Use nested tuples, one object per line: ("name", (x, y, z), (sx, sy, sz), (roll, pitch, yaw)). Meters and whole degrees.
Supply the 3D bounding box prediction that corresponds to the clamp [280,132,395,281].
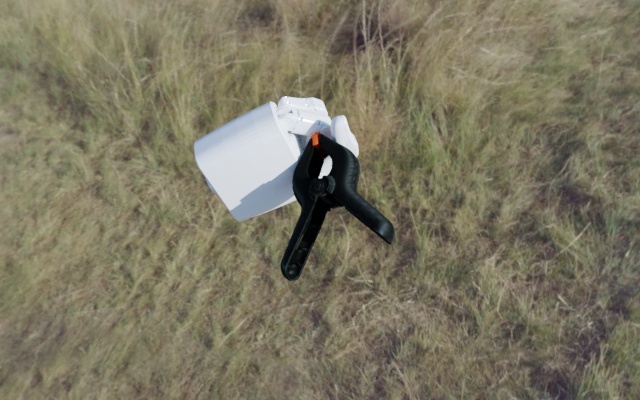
("clamp", (0.000, 0.001, 0.500), (0.120, 0.171, 0.039), (-26, -45, 10))
